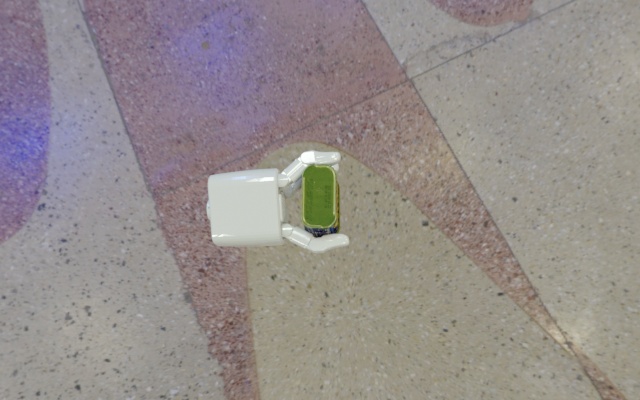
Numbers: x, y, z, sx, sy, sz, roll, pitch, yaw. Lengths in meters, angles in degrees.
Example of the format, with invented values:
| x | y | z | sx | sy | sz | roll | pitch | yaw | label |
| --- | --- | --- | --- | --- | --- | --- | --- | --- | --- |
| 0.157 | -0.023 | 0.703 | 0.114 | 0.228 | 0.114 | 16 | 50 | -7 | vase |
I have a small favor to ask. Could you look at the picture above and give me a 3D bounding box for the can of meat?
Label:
| x | y | z | sx | sy | sz | roll | pitch | yaw | label |
| --- | --- | --- | --- | --- | --- | --- | --- | --- | --- |
| 0.000 | 0.002 | 0.726 | 0.057 | 0.102 | 0.084 | -1 | -14 | 4 | can of meat |
